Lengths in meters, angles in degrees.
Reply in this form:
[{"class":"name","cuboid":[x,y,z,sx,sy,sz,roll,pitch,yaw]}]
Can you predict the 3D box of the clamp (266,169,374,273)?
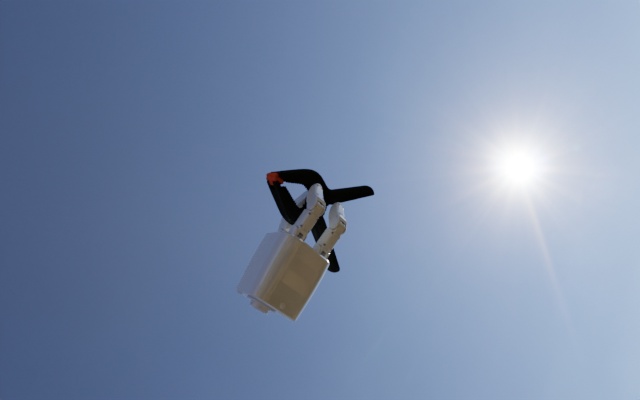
[{"class":"clamp","cuboid":[-0.001,0.002,0.787,0.210,0.164,0.036,42,-20,-34]}]
